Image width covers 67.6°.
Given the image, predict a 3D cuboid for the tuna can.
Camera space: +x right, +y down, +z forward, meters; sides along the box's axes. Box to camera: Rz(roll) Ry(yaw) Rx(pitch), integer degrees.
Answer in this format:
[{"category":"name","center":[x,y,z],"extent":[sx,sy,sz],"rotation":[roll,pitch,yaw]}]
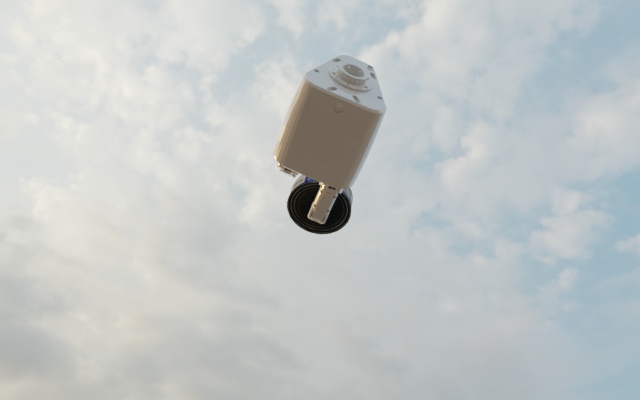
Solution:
[{"category":"tuna can","center":[0.000,0.002,0.639],"extent":[0.086,0.086,0.033],"rotation":[0,36,11]}]
